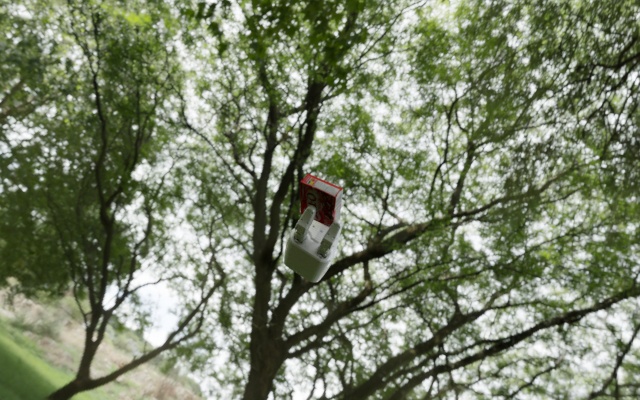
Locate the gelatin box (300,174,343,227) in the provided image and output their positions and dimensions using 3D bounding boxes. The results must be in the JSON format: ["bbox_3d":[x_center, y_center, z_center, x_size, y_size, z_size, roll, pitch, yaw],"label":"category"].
[{"bbox_3d":[0.000,0.002,0.868,0.073,0.089,0.030,25,50,19],"label":"gelatin box"}]
